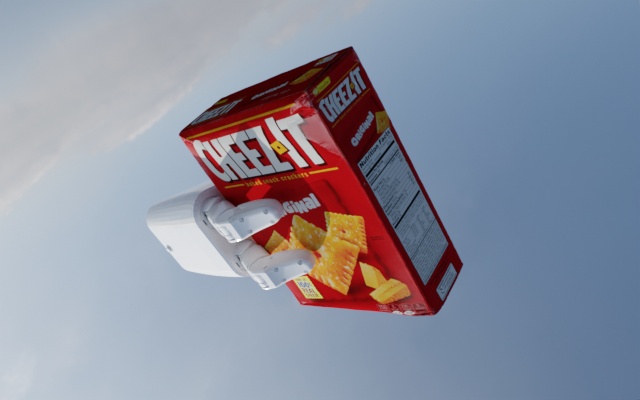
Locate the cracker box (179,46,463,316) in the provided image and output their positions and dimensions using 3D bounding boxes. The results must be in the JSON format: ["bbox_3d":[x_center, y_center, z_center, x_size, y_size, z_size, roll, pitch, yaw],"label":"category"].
[{"bbox_3d":[0.000,0.001,0.409,0.164,0.214,0.072,-7,35,44],"label":"cracker box"}]
